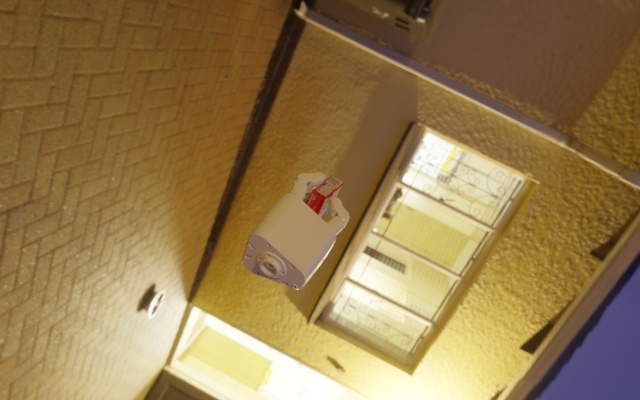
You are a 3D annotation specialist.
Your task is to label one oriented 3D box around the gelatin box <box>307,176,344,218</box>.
[{"bbox_3d":[0.001,0.003,0.848,0.030,0.073,0.089,33,30,10],"label":"gelatin box"}]
